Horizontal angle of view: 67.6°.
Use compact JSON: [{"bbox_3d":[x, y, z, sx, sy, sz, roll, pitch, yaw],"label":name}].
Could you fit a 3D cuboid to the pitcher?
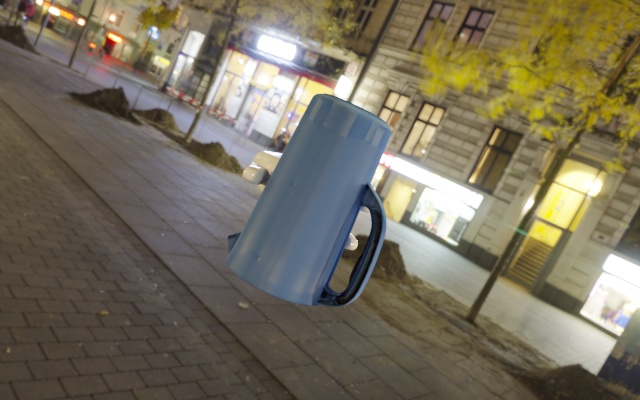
[{"bbox_3d":[0.000,0.002,0.592,0.149,0.243,0.145,23,6,-23],"label":"pitcher"}]
